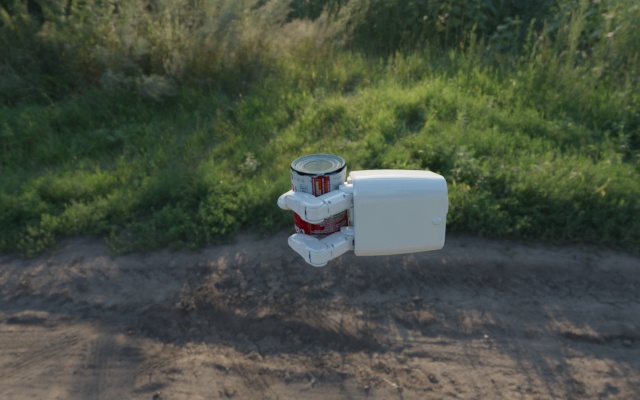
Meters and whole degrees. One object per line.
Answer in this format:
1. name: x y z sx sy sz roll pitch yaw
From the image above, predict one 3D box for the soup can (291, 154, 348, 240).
1. soup can: 0.000 0.002 0.583 0.068 0.102 0.068 -3 25 1
